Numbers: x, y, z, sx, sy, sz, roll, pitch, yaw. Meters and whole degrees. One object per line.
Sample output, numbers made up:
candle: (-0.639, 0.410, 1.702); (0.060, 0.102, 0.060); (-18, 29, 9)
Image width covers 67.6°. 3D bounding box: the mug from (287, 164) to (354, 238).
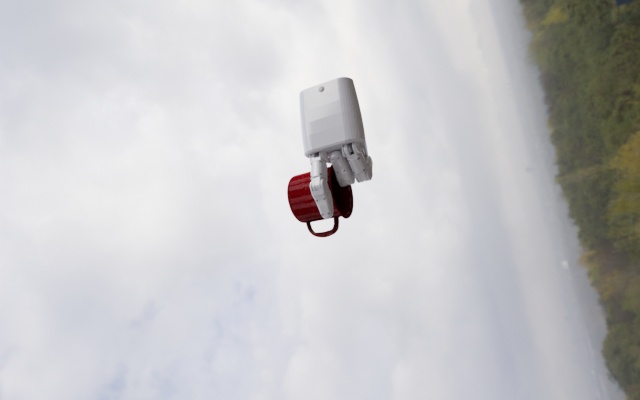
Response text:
mug: (0.000, 0.004, 0.774); (0.081, 0.117, 0.093); (-12, -15, 24)
